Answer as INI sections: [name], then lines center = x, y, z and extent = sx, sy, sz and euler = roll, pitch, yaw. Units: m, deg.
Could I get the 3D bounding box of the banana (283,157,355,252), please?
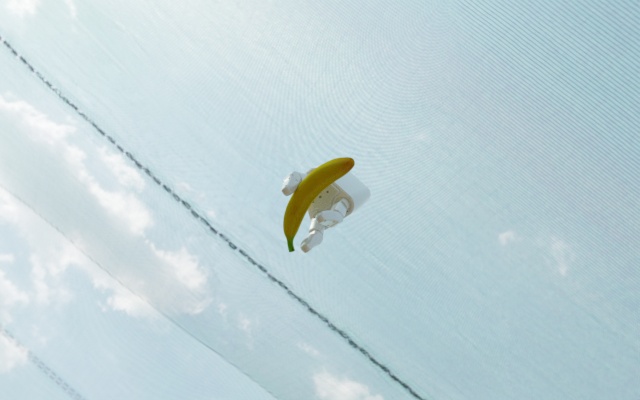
[banana]
center = -0.014, -0.007, 0.808
extent = 0.069, 0.198, 0.037
euler = 45, 25, 26
